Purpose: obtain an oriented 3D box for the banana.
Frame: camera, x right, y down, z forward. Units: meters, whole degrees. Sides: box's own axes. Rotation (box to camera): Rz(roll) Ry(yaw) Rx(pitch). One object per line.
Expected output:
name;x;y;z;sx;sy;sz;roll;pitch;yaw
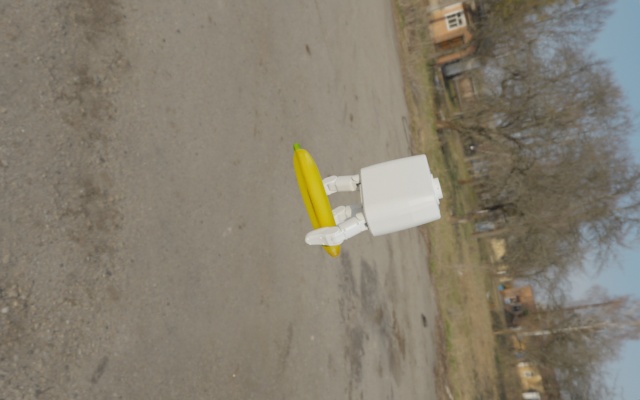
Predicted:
banana;-0.004;0.002;0.753;0.037;0.198;0.069;-17;5;11
